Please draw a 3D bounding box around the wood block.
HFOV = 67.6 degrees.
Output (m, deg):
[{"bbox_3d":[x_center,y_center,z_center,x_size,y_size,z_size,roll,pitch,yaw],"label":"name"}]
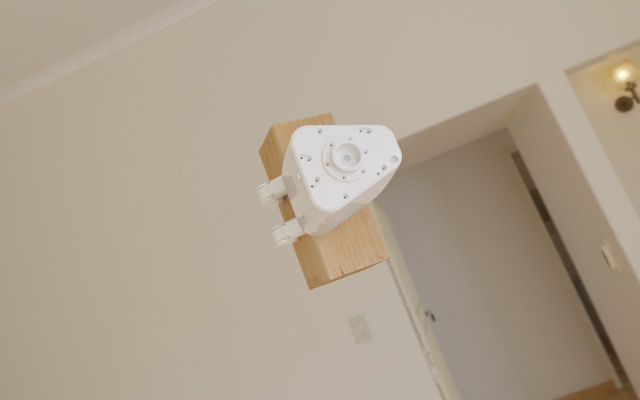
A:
[{"bbox_3d":[0.000,0.002,0.634,0.091,0.206,0.090,-16,-12,-23],"label":"wood block"}]
